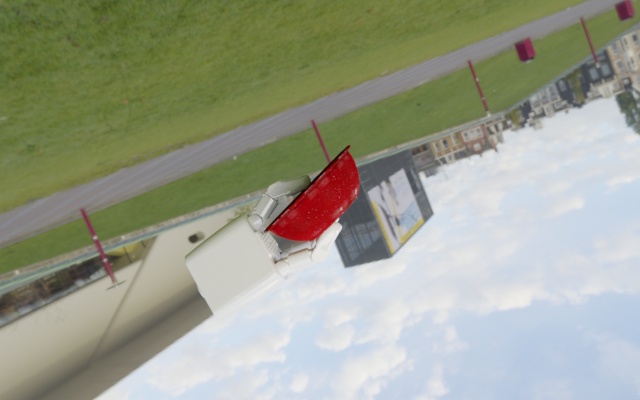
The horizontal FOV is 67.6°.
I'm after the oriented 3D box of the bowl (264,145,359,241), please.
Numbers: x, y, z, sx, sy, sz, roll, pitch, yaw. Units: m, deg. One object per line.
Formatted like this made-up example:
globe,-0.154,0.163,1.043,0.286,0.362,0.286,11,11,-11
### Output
bowl,0.001,0.001,0.631,0.055,0.162,0.162,44,-3,-3
